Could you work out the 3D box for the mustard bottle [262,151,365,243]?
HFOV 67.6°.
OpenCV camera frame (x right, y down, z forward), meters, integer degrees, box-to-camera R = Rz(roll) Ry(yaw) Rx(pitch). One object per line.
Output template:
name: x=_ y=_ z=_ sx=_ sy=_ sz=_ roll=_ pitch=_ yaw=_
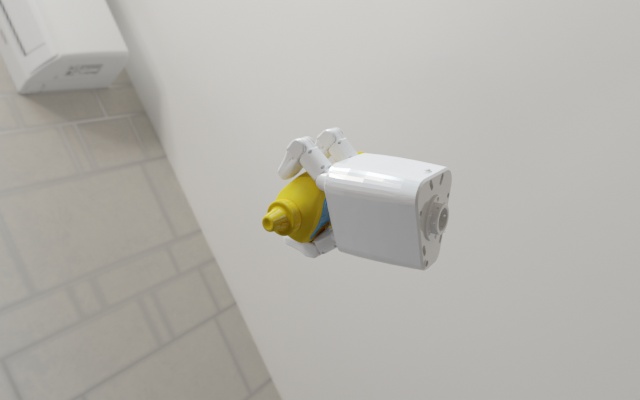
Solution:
mustard bottle: x=0.000 y=0.002 z=0.581 sx=0.058 sy=0.096 sz=0.191 roll=36 pitch=33 yaw=22
